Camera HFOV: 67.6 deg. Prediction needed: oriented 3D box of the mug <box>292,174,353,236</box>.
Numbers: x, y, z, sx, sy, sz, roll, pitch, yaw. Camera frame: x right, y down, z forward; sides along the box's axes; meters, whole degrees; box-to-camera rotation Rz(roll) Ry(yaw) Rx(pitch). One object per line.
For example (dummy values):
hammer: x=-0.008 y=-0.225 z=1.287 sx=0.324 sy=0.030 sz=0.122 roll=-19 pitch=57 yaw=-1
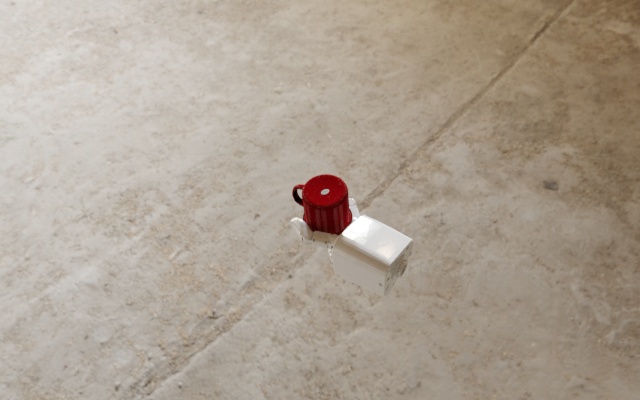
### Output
mug: x=-0.001 y=0.002 z=0.861 sx=0.117 sy=0.093 sz=0.082 roll=24 pitch=-33 yaw=23
